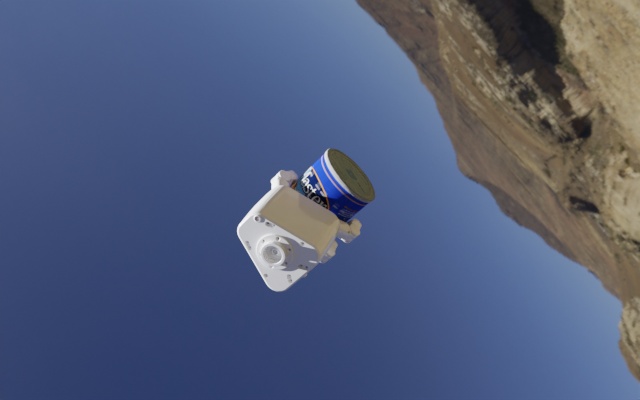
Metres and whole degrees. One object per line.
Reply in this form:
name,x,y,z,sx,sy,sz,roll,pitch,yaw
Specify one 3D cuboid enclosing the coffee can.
coffee can,0.000,0.002,0.746,0.140,0.102,0.103,-42,-20,24
